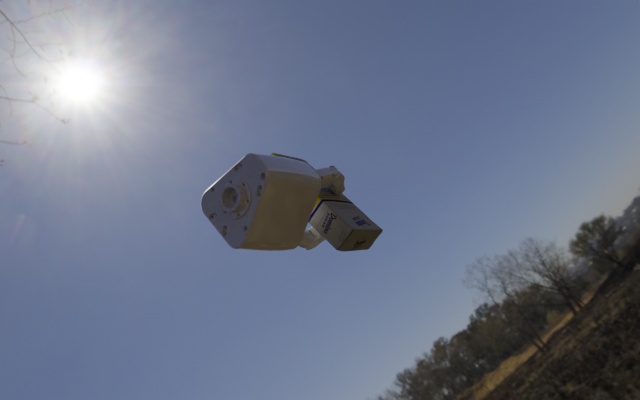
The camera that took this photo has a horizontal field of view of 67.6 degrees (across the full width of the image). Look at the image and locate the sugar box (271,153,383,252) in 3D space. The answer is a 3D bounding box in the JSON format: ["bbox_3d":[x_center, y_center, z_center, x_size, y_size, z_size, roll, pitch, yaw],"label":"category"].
[{"bbox_3d":[0.000,0.003,0.697,0.176,0.048,0.093,46,20,27],"label":"sugar box"}]
